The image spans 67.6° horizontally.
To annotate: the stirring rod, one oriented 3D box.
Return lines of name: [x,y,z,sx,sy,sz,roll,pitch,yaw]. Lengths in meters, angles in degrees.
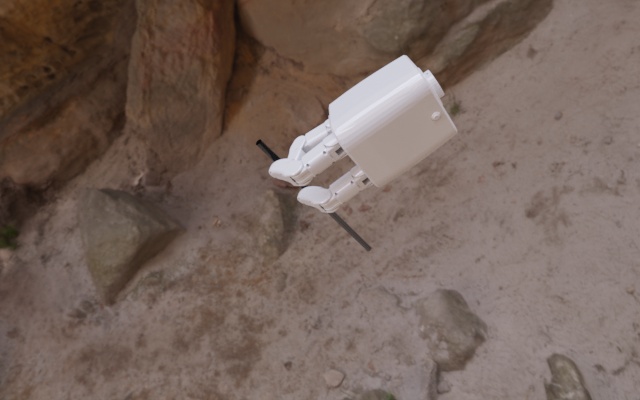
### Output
stirring rod: [0.000,0.002,0.599,0.011,0.011,0.240,0,-33,43]
